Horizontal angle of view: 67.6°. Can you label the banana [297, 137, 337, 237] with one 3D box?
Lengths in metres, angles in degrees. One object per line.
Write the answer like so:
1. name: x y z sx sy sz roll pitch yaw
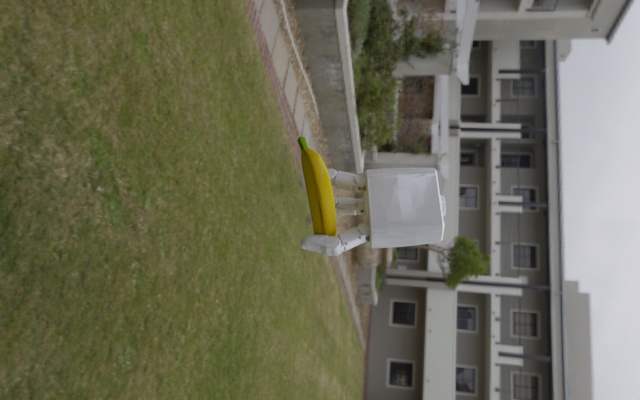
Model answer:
1. banana: 0.001 0.007 0.699 0.037 0.198 0.069 -10 26 -1
